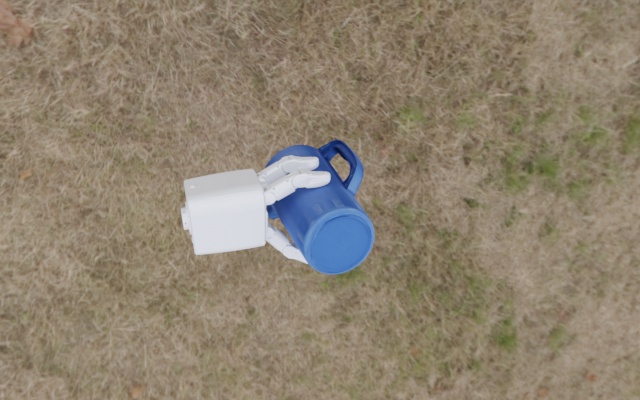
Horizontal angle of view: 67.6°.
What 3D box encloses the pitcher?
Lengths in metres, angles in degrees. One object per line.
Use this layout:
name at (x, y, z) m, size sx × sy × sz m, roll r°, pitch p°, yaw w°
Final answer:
pitcher at (0.000, 0.003, 0.763) m, size 0.145 × 0.149 × 0.242 m, roll -6°, pitch 27°, yaw -17°
